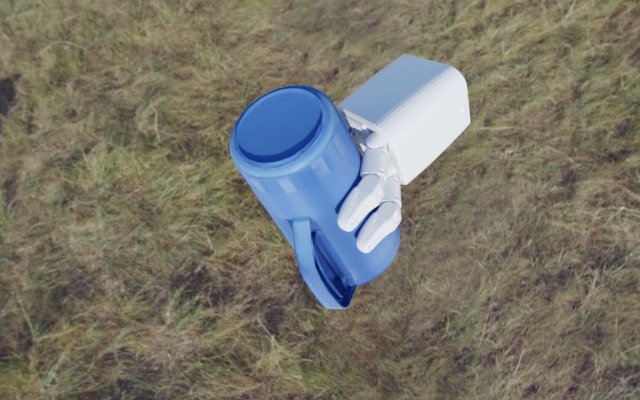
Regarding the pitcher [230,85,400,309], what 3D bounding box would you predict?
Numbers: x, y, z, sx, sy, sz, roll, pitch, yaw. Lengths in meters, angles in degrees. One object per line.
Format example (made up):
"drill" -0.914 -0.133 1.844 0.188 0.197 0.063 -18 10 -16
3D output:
"pitcher" 0.000 0.002 0.524 0.149 0.145 0.243 44 -8 36
